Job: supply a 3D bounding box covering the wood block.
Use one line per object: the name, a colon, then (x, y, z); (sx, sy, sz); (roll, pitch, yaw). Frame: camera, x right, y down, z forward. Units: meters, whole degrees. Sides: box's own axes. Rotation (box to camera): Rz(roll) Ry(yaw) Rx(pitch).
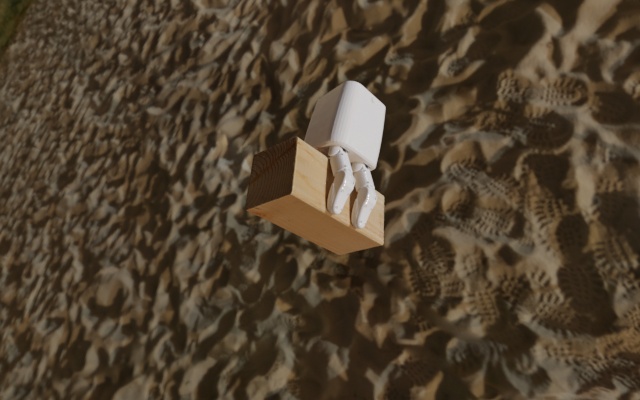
wood block: (0.000, 0.002, 0.707); (0.091, 0.090, 0.206); (-17, -33, 37)
